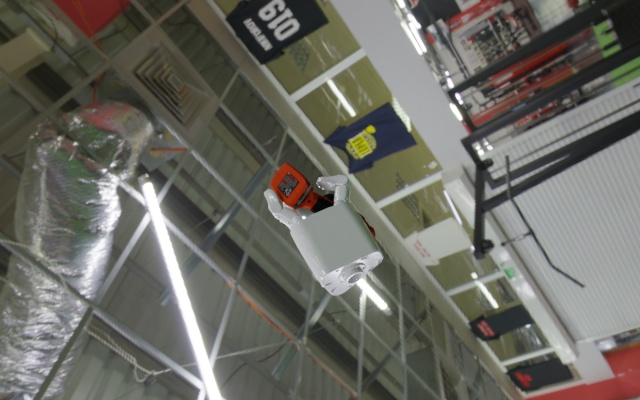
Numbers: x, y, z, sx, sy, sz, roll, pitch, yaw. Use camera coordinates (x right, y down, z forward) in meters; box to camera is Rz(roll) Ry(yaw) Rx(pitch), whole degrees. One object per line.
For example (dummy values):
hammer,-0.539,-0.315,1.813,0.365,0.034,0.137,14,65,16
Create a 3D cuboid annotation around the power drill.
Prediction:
power drill,0.000,0.003,0.886,0.188,0.057,0.184,31,6,-34
